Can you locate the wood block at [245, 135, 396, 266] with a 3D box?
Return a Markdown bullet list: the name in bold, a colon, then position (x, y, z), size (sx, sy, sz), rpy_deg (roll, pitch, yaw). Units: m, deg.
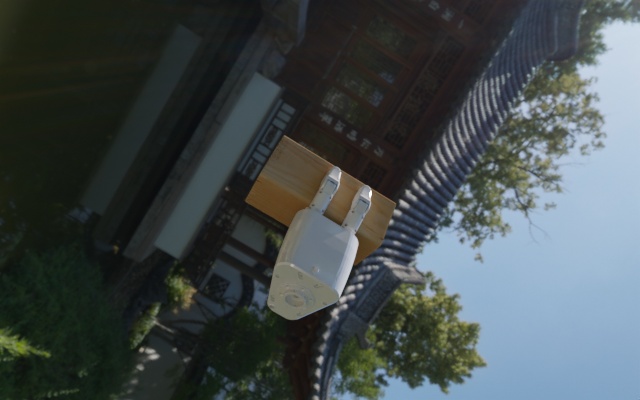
- **wood block**: position (0.000, 0.003, 0.751), size (0.206, 0.090, 0.091), rpy_deg (31, -37, -7)
